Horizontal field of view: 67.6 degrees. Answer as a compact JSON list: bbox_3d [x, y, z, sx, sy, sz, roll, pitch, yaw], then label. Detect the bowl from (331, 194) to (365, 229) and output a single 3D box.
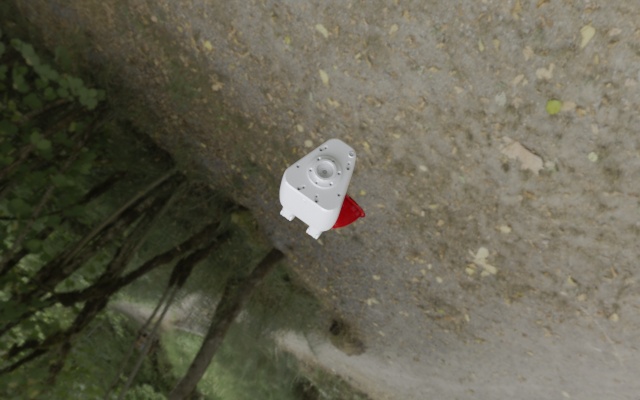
[{"bbox_3d":[0.000,0.004,0.866,0.162,0.055,0.162,35,-8,5],"label":"bowl"}]
